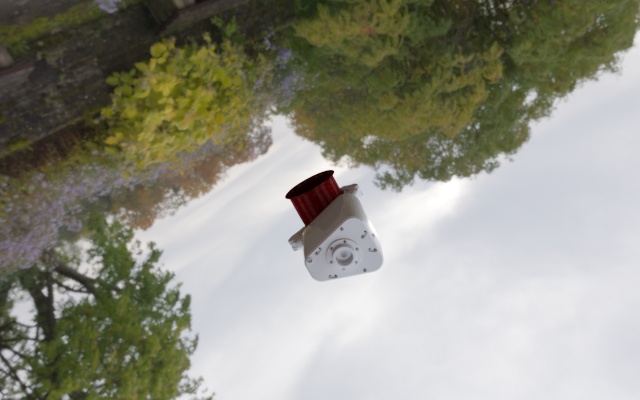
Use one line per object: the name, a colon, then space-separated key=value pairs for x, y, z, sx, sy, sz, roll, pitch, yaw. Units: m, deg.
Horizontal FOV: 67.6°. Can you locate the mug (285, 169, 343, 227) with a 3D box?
mug: x=0.000 y=0.002 z=0.809 sx=0.093 sy=0.081 sz=0.117 roll=-27 pitch=15 yaw=7
